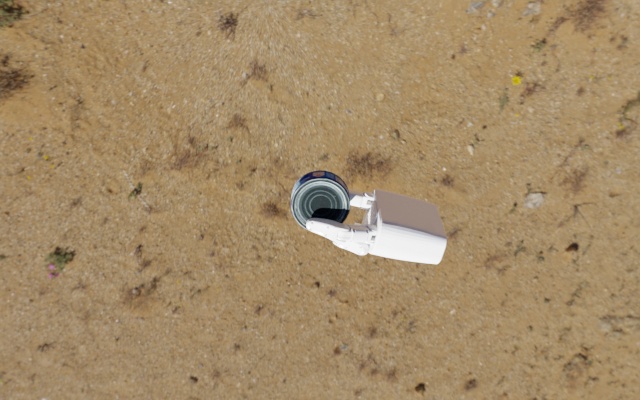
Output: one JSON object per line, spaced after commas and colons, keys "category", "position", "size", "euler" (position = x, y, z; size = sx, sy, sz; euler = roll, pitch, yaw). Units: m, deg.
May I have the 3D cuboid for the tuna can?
{"category": "tuna can", "position": [0.000, 0.002, 0.685], "size": [0.086, 0.086, 0.033], "euler": [0, 21, -1]}
